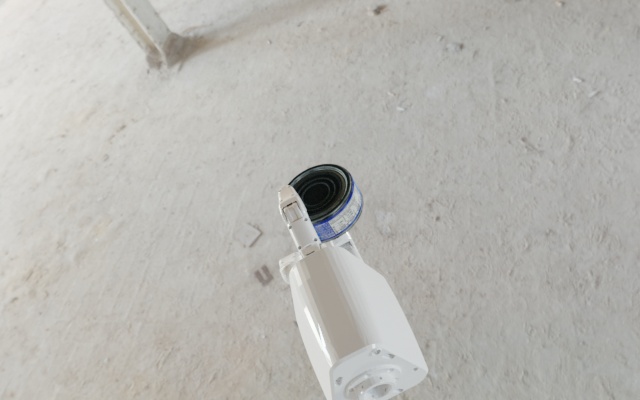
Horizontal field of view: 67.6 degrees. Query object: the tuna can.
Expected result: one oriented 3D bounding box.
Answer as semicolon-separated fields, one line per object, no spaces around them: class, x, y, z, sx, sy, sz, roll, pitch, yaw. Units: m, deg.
tuna can;0.000;0.001;0.507;0.086;0.086;0.034;0;-39;31
